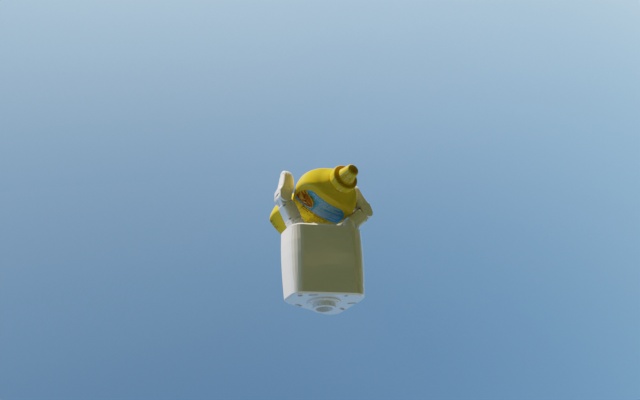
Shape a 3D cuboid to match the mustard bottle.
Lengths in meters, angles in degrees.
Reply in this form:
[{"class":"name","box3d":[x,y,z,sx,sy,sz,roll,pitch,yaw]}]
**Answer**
[{"class":"mustard bottle","box3d":[0.000,0.002,0.745,0.096,0.058,0.192,34,-42,-10]}]
